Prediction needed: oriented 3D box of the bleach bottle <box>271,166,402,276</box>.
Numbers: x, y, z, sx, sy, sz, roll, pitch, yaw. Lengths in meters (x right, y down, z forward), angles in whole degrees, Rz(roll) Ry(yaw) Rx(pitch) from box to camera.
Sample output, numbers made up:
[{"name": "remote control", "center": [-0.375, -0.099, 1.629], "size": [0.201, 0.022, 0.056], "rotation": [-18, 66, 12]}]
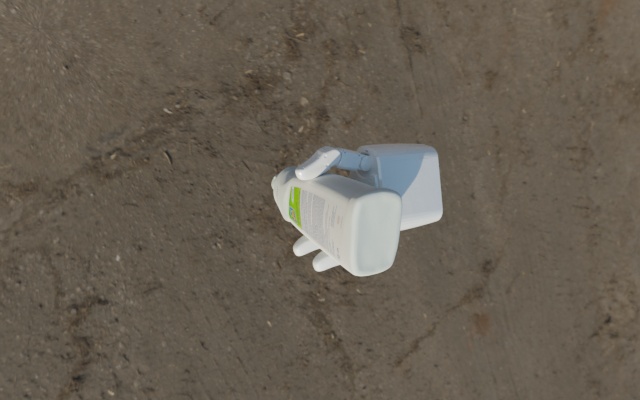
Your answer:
[{"name": "bleach bottle", "center": [0.000, 0.002, 0.613], "size": [0.068, 0.102, 0.250], "rotation": [-7, 21, -29]}]
